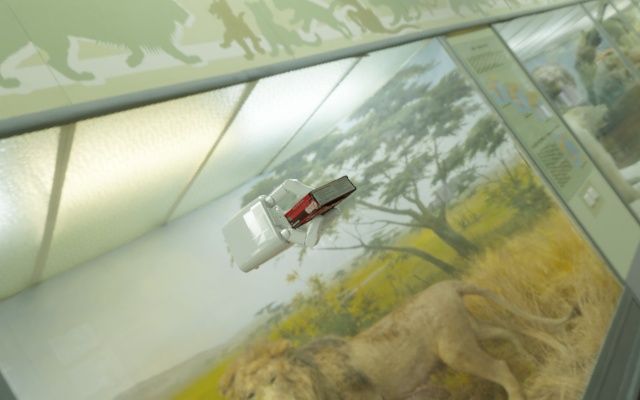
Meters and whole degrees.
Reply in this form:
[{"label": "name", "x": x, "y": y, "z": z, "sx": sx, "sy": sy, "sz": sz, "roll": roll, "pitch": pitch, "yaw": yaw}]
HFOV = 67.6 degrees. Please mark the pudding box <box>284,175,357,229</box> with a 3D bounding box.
[{"label": "pudding box", "x": 0.000, "y": 0.003, "z": 0.874, "sx": 0.113, "sy": 0.039, "sz": 0.090, "roll": -29, "pitch": -7, "yaw": -47}]
